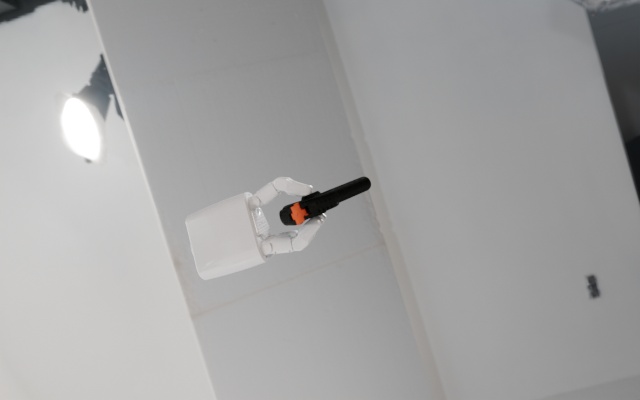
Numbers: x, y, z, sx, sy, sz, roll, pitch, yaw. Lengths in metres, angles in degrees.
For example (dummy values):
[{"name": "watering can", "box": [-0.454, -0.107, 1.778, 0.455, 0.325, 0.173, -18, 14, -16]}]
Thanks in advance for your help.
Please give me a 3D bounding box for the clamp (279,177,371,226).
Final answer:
[{"name": "clamp", "box": [0.000, 0.002, 0.740, 0.164, 0.036, 0.210, -22, 2, 7]}]
